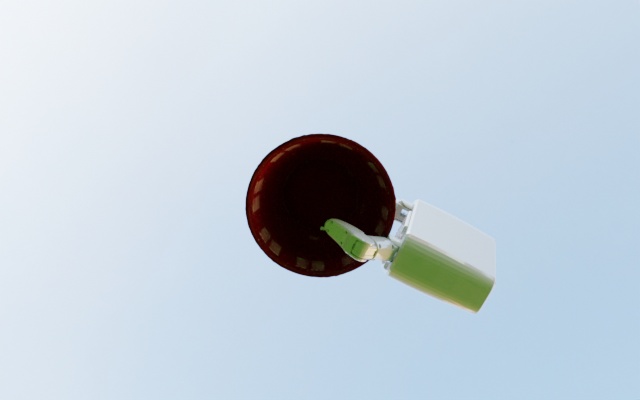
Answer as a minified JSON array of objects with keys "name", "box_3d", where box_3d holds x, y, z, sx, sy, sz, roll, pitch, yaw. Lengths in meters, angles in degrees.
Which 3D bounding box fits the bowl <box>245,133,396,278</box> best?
[{"name":"bowl","box_3d":[-0.001,0.001,0.533,0.162,0.162,0.055,0,17,0]}]
